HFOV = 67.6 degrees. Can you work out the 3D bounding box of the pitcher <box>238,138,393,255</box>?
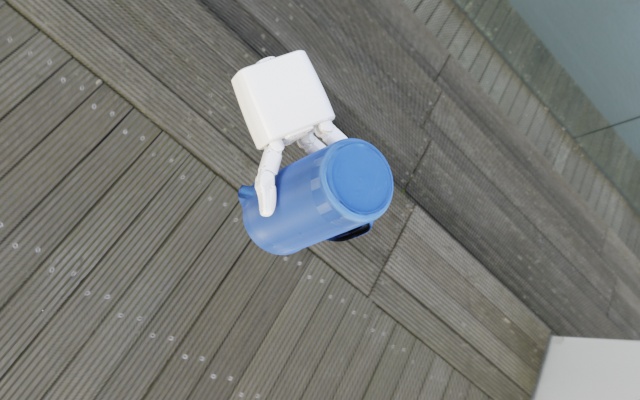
[{"bbox_3d":[0.000,0.002,0.683,0.149,0.145,0.243,-21,-1,-32],"label":"pitcher"}]
